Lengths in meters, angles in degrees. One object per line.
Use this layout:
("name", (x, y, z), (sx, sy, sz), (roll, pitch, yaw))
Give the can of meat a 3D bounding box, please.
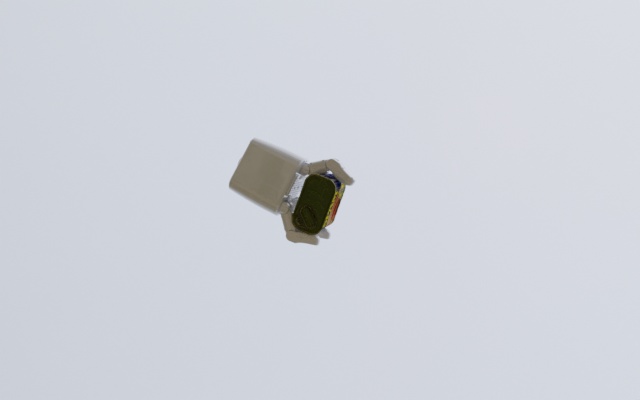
("can of meat", (0.000, 0.003, 0.836), (0.057, 0.102, 0.084), (23, 13, 14))
